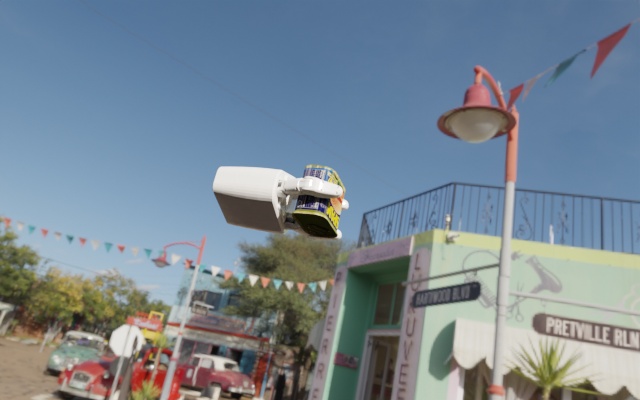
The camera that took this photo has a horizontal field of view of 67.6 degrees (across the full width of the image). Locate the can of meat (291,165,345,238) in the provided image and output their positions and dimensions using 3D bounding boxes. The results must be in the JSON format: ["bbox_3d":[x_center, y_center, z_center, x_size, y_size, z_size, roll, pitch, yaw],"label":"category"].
[{"bbox_3d":[0.000,0.002,0.759,0.057,0.084,0.102,4,-23,19],"label":"can of meat"}]
